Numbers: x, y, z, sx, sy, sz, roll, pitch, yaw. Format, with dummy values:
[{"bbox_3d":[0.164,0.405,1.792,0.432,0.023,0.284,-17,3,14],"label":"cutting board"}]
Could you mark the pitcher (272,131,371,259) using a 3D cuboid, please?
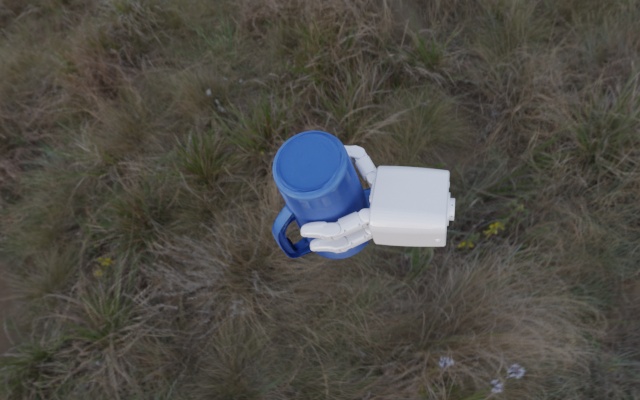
[{"bbox_3d":[0.000,0.002,0.752,0.145,0.149,0.243,5,-22,15],"label":"pitcher"}]
